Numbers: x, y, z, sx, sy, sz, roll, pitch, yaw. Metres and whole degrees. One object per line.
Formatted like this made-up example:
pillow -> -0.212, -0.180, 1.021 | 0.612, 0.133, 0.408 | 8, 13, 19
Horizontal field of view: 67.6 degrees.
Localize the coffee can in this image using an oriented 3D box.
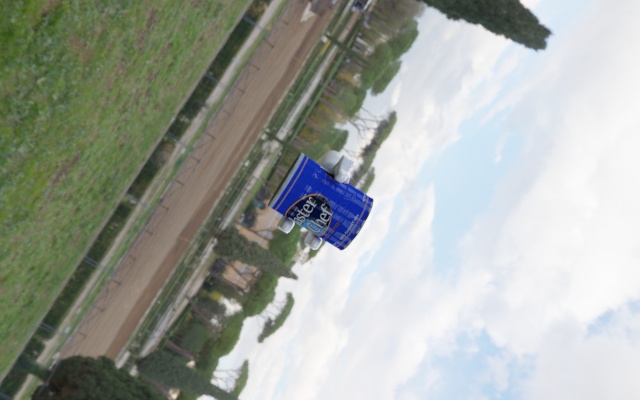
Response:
coffee can -> 0.000, 0.002, 0.774 | 0.140, 0.103, 0.103 | 32, -5, -7
